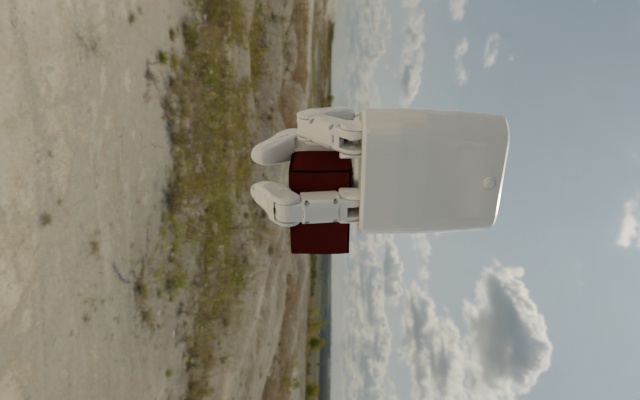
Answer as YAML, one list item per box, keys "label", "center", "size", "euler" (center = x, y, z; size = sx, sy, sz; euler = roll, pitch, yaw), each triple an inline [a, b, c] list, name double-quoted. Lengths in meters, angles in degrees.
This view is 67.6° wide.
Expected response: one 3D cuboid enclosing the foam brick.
- label: "foam brick"
  center: [0.000, 0.002, 0.413]
  size: [0.051, 0.078, 0.053]
  euler: [0, 25, 0]
